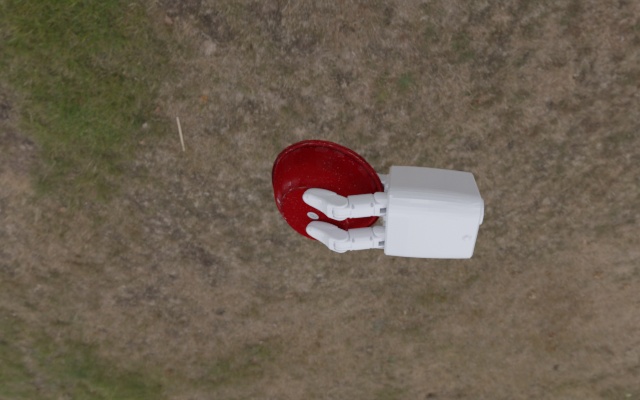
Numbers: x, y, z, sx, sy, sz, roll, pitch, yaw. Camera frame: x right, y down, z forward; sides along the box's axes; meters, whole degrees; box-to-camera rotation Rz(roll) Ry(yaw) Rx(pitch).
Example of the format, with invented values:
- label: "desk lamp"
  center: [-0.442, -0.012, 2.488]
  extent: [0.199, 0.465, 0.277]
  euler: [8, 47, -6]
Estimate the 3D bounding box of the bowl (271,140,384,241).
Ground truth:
- label: "bowl"
  center: [-0.001, 0.002, 0.630]
  extent: [0.162, 0.162, 0.055]
  euler: [0, 39, 25]
